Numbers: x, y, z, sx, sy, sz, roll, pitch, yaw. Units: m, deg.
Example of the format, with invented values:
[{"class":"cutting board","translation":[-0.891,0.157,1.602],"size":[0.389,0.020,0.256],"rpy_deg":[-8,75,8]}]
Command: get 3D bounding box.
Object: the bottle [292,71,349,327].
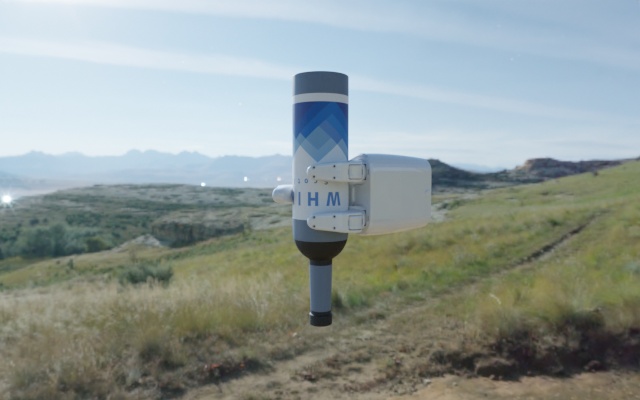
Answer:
[{"class":"bottle","translation":[0.000,0.002,0.568],"size":[0.069,0.296,0.069],"rpy_deg":[0,3,0]}]
